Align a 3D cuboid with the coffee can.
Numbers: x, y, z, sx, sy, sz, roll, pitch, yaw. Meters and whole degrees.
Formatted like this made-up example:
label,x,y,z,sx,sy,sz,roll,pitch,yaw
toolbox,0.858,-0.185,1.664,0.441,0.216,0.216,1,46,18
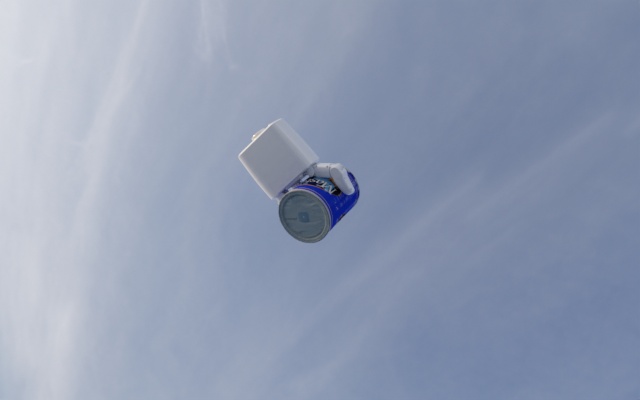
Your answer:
label,x,y,z,sx,sy,sz,roll,pitch,yaw
coffee can,0.000,0.003,0.891,0.103,0.103,0.140,0,22,28
